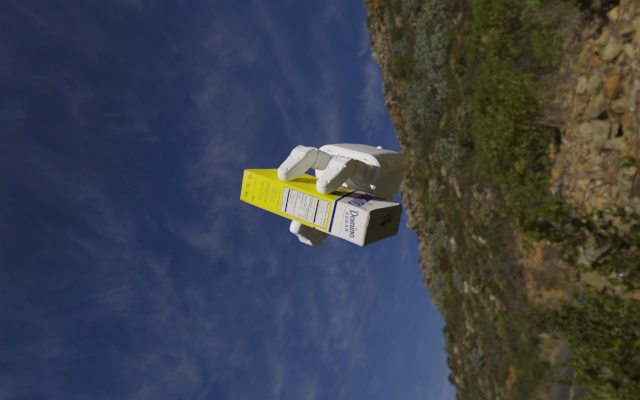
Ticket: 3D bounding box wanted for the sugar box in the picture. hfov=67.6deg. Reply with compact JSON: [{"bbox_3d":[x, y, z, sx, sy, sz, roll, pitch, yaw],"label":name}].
[{"bbox_3d":[0.000,0.001,0.573,0.176,0.048,0.093,16,13,30],"label":"sugar box"}]
